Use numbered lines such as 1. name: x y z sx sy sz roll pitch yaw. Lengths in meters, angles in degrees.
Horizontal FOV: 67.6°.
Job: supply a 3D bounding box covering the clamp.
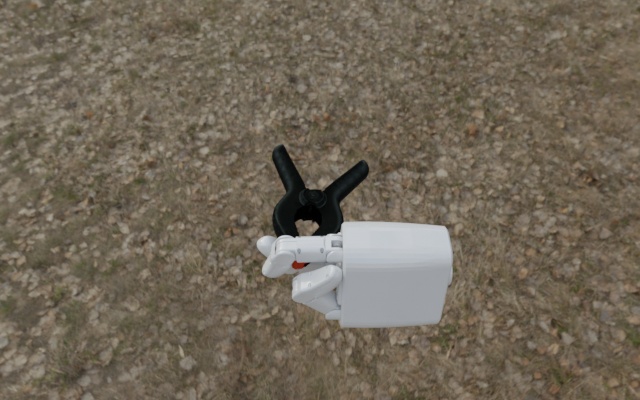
1. clamp: 0.000 0.002 0.548 0.120 0.171 0.039 0 -39 -1
